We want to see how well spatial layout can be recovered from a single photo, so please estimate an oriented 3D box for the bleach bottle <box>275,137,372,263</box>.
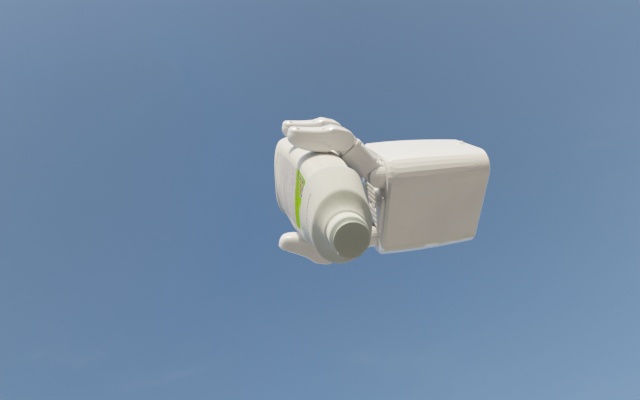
[{"bbox_3d":[0.000,0.001,0.464,0.068,0.102,0.250,-6,18,-9],"label":"bleach bottle"}]
